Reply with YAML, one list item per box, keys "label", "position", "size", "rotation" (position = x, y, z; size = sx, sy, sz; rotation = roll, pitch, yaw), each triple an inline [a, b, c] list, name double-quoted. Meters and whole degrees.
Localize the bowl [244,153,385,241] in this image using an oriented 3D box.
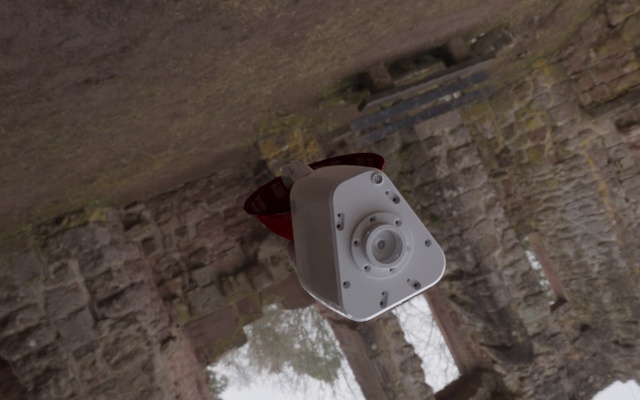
- label: "bowl"
  position: [0.000, 0.002, 0.531]
  size: [0.162, 0.055, 0.162]
  rotation: [-17, 19, 6]
